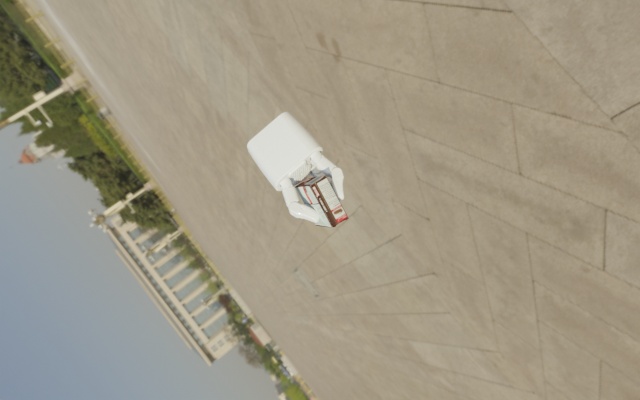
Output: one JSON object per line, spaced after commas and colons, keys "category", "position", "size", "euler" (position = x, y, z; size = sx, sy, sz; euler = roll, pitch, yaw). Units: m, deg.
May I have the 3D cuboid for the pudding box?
{"category": "pudding box", "position": [0.000, 0.003, 0.882], "size": [0.039, 0.090, 0.113], "euler": [-31, 8, -13]}
